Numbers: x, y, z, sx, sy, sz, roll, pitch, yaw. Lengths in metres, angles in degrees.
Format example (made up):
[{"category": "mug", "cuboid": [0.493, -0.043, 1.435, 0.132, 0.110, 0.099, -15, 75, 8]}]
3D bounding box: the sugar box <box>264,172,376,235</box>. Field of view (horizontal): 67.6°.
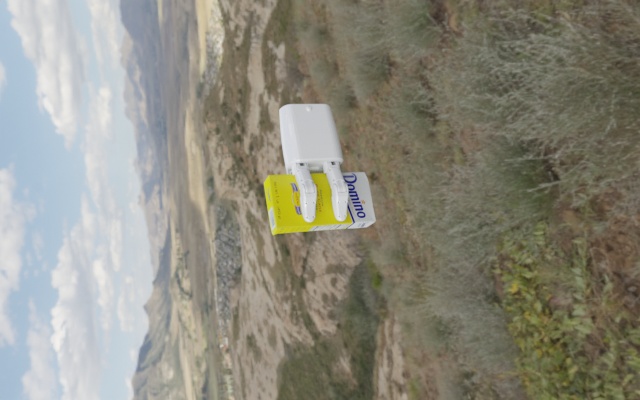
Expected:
[{"category": "sugar box", "cuboid": [0.000, 0.002, 0.798, 0.176, 0.093, 0.048, -5, -17, -19]}]
